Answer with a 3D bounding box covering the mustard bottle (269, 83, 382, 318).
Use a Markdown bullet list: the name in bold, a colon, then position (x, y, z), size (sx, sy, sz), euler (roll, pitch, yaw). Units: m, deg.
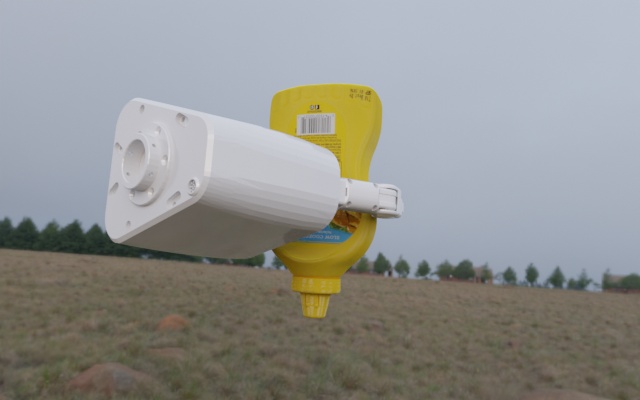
- **mustard bottle**: position (0.000, 0.001, 0.405), size (0.096, 0.191, 0.058), euler (1, -8, 17)
